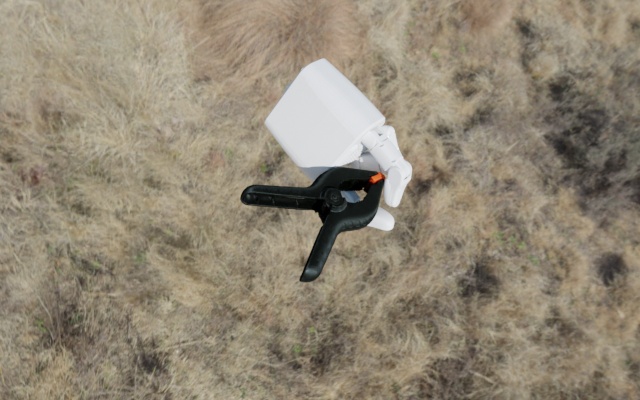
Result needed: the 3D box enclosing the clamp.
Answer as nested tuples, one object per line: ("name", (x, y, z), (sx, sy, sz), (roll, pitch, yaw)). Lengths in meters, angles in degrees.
("clamp", (0.000, 0.001, 0.526), (0.171, 0.120, 0.039), (-36, -9, -39))
